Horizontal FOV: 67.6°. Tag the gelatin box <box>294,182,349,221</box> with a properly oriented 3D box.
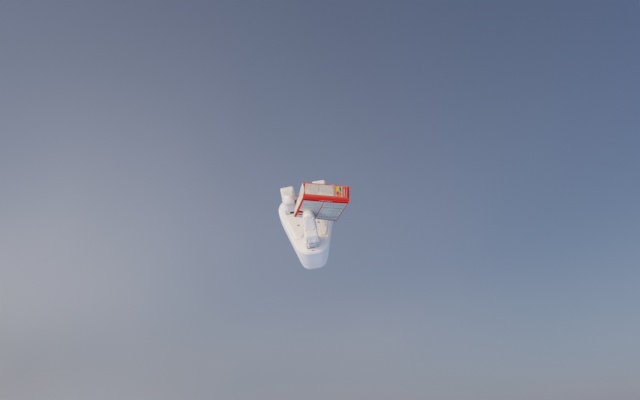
[{"bbox_3d":[0.000,0.003,0.760,0.073,0.030,0.089,5,-23,-10],"label":"gelatin box"}]
